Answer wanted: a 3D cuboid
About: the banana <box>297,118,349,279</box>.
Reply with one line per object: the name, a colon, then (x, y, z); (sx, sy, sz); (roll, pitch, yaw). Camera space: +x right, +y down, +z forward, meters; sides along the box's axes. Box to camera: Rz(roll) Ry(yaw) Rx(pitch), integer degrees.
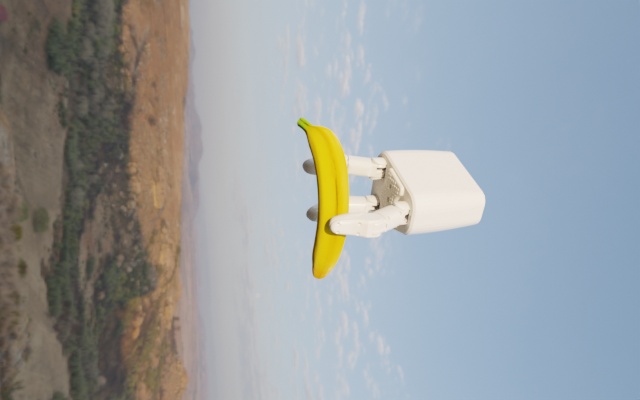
banana: (0.008, -0.001, 0.560); (0.037, 0.198, 0.069); (-6, 4, -25)
